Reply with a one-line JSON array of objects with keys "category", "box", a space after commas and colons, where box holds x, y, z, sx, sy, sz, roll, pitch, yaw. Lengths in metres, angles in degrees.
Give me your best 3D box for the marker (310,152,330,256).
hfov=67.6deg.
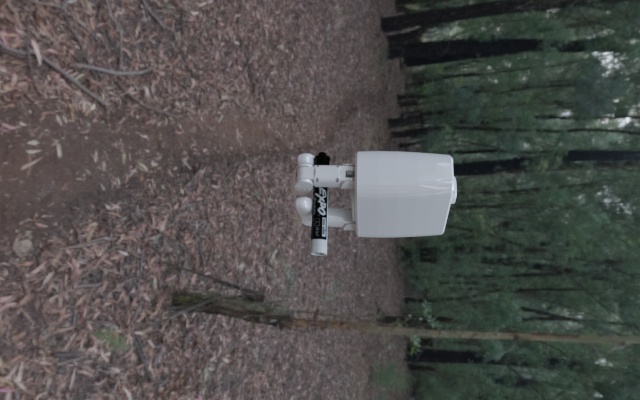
[{"category": "marker", "box": [0.000, 0.002, 0.544, 0.020, 0.121, 0.020, 2, -18, 1]}]
